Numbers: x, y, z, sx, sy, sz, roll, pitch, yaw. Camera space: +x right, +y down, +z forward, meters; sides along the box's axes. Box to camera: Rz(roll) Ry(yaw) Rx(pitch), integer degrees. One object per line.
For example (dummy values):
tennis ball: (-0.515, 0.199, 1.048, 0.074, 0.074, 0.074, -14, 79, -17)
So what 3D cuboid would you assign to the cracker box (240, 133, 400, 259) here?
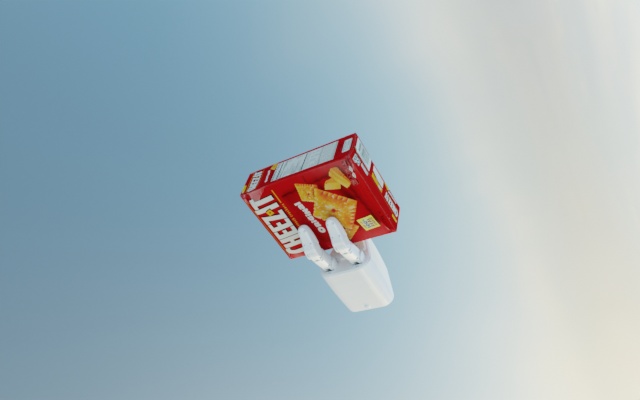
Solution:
cracker box: (0.000, 0.002, 0.795, 0.214, 0.164, 0.072, -18, 32, 27)
